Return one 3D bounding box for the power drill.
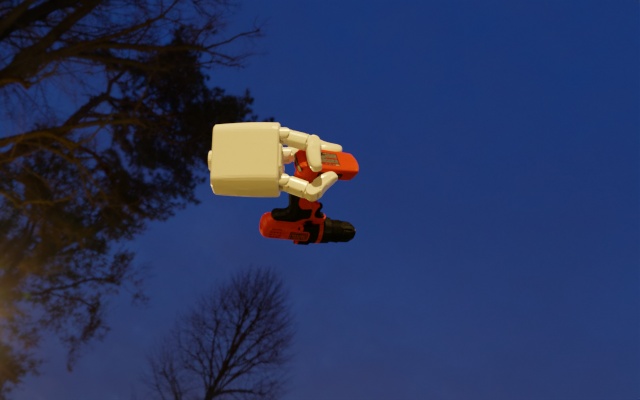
[{"bbox_3d":[0.000,0.002,0.838,0.184,0.188,0.057,5,39,-22],"label":"power drill"}]
